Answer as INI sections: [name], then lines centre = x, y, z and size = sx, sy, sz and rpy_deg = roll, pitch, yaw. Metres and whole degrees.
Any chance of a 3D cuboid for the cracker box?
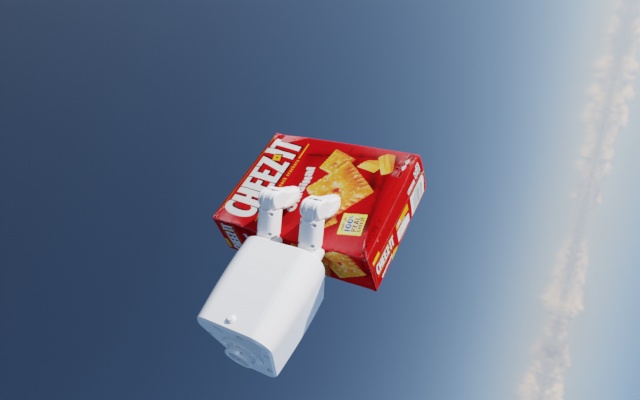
[cracker box]
centre = 0.000, 0.002, 0.591
size = 0.213, 0.164, 0.072
rpy_deg = 13, -36, 28
